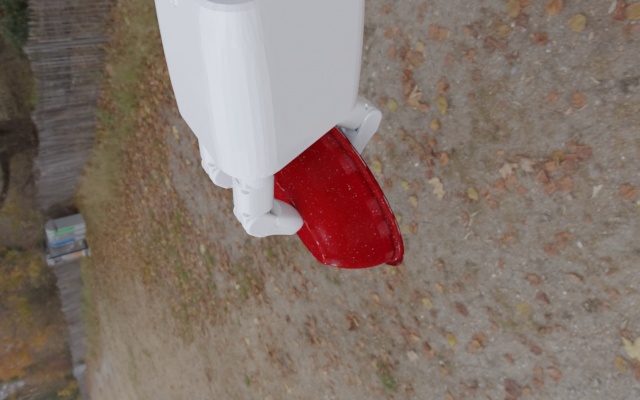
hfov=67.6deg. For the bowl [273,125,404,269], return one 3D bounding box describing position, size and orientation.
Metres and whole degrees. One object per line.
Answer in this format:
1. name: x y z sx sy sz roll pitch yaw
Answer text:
1. bowl: 0.000 0.002 0.408 0.055 0.162 0.162 -33 7 -11
